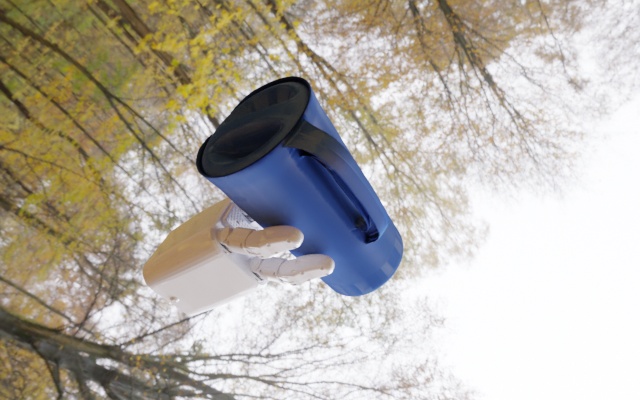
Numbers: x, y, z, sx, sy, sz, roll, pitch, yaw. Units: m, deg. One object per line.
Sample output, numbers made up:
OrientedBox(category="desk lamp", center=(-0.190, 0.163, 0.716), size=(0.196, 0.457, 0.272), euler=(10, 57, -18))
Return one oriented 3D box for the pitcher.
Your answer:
OrientedBox(category="pitcher", center=(0.000, 0.002, 0.507), size=(0.145, 0.149, 0.243), euler=(-27, -52, 18))
